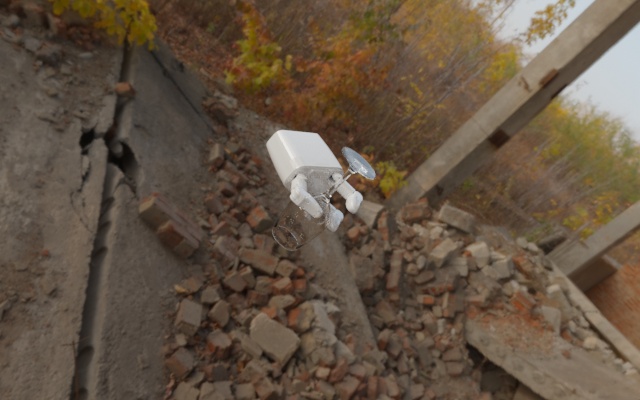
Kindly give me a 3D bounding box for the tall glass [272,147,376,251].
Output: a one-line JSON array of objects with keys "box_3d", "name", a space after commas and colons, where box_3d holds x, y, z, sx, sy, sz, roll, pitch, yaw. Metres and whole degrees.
[{"box_3d": [0.001, 0.002, 0.829, 0.201, 0.079, 0.079, -46, -22, 23], "name": "tall glass"}]
